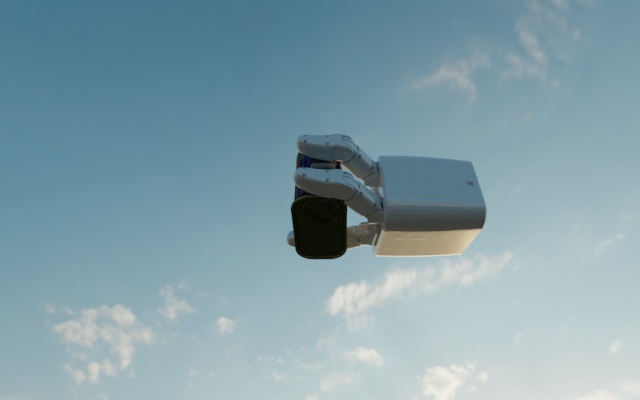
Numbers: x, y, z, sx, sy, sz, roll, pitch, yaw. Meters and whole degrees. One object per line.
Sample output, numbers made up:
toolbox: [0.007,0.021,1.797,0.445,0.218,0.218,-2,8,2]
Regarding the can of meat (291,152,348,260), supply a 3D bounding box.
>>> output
can of meat: [0.000,0.002,0.531,0.057,0.083,0.102,-1,-43,2]
